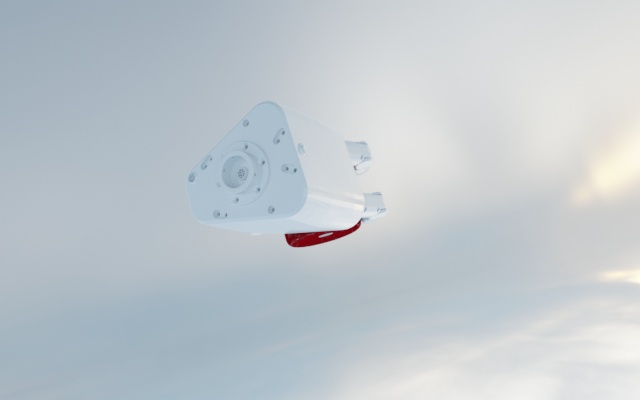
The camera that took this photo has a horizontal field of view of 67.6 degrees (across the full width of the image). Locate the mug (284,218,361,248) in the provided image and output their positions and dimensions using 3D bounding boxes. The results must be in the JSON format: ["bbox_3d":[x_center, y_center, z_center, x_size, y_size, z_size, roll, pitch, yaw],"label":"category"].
[{"bbox_3d":[0.001,0.002,0.518,0.093,0.081,0.117,-23,-16,25],"label":"mug"}]
